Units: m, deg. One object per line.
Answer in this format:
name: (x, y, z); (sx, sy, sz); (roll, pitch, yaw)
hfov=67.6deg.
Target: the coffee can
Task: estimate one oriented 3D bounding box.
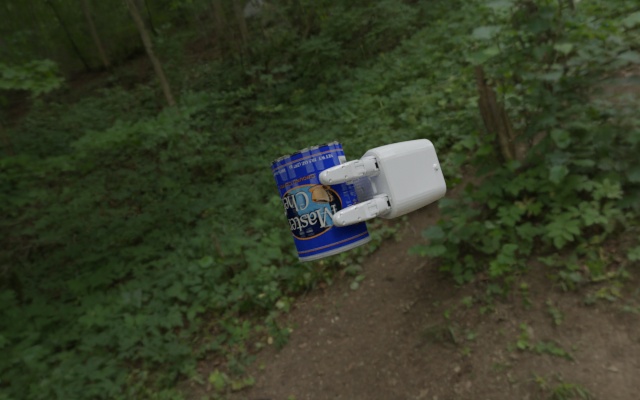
coffee can: (0.000, 0.002, 0.653); (0.103, 0.140, 0.103); (-17, -1, 0)
